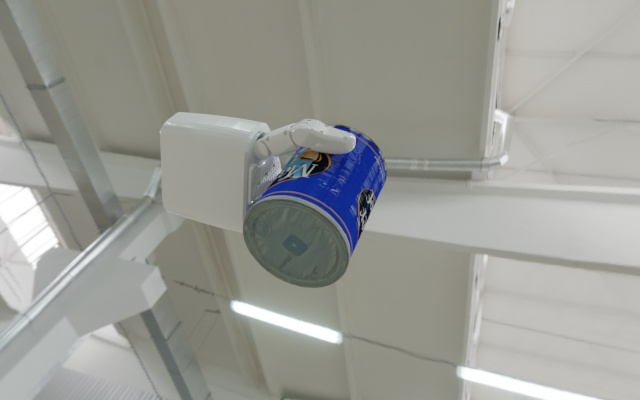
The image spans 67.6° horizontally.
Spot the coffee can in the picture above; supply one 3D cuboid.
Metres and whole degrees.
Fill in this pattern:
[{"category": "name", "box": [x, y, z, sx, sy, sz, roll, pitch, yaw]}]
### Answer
[{"category": "coffee can", "box": [0.000, 0.002, 0.477, 0.103, 0.103, 0.140, 0, 35, 25]}]
